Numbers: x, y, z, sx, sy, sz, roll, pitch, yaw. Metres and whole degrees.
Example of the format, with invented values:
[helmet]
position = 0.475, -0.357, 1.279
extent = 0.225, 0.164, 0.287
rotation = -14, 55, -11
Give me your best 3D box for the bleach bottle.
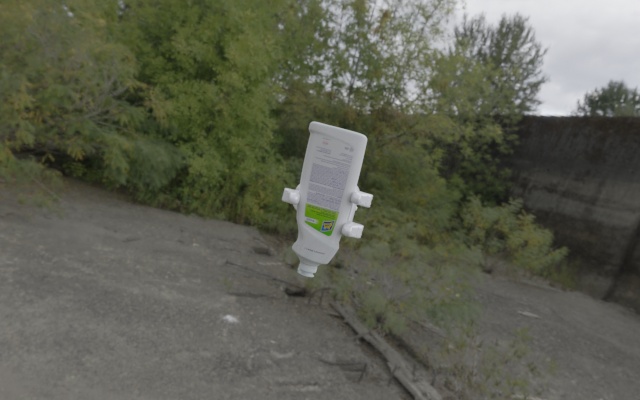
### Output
[bleach bottle]
position = 0.000, 0.003, 0.803
extent = 0.102, 0.251, 0.068
rotation = 16, 4, 9
